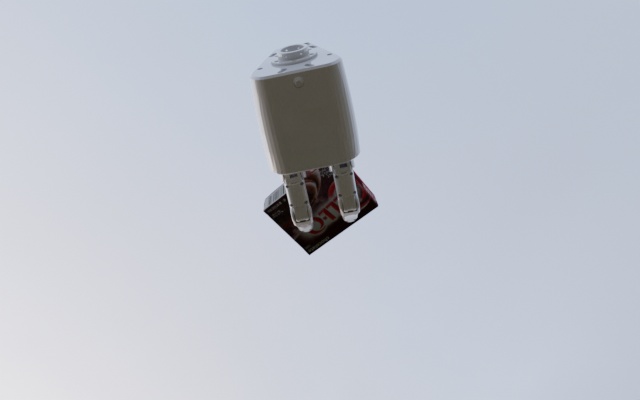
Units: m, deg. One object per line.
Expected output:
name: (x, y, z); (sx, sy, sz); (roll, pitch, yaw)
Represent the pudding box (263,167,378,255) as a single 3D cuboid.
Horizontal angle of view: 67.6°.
pudding box: (0.000, 0.002, 0.589); (0.113, 0.090, 0.039); (-36, 26, 15)
